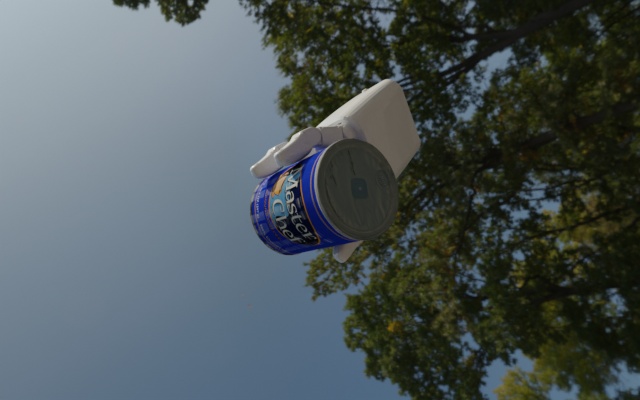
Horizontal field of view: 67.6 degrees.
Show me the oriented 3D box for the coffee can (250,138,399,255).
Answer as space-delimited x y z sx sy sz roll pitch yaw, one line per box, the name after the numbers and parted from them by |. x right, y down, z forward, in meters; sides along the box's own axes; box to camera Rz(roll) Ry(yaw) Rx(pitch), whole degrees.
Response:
0.000 0.002 0.522 0.103 0.103 0.140 0 -11 -35 | coffee can
